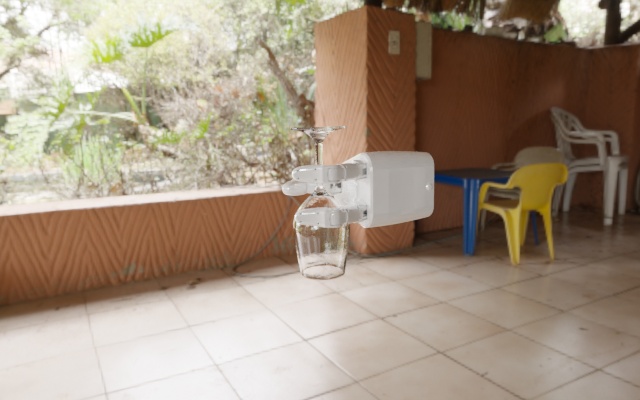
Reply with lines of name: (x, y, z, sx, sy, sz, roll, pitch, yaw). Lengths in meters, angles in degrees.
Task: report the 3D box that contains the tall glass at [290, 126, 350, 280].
tall glass: (0.000, 0.001, 0.643, 0.079, 0.201, 0.079, -1, 9, 0)
